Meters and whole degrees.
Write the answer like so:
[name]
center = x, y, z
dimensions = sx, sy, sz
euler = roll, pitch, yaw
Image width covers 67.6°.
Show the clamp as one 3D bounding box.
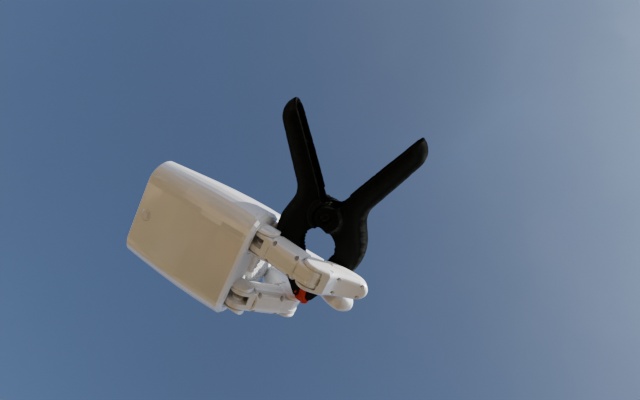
[clamp]
center = 0.000, 0.001, 0.402
dimensions = 0.120, 0.171, 0.039
euler = 29, 15, 12
